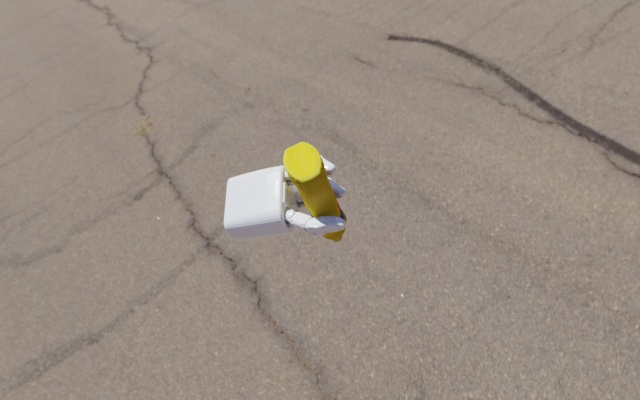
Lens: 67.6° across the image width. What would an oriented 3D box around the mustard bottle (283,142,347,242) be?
[{"bbox_3d":[0.000,0.002,0.782,0.058,0.192,0.096,-27,42,-3],"label":"mustard bottle"}]
